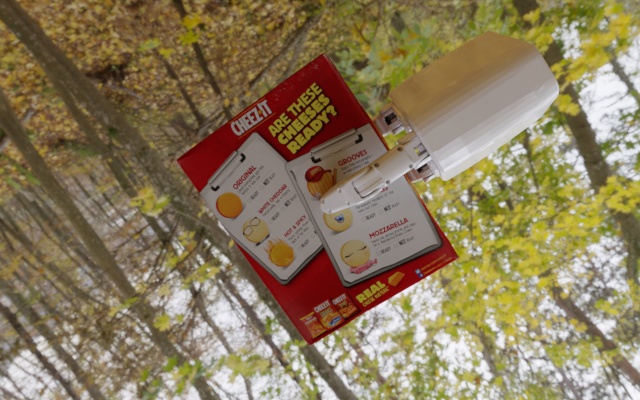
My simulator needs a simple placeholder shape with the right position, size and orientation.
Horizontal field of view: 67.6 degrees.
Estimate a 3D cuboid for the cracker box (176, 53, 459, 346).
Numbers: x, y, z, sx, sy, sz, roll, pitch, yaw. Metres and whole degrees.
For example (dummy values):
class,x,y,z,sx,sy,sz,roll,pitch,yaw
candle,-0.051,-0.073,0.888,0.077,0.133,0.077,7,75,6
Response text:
class,x,y,z,sx,sy,sz,roll,pitch,yaw
cracker box,0.000,0.002,0.451,0.164,0.214,0.072,-33,6,10
